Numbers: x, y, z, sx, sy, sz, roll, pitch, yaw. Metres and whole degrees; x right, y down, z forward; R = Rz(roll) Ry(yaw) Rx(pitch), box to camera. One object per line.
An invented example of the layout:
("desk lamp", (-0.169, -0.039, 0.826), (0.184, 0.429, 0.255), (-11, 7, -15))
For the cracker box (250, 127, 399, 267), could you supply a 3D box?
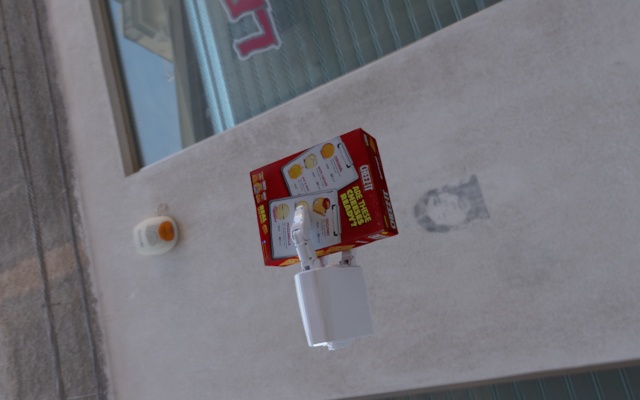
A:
("cracker box", (0.000, 0.003, 0.761), (0.214, 0.164, 0.072), (-19, -17, 26))
